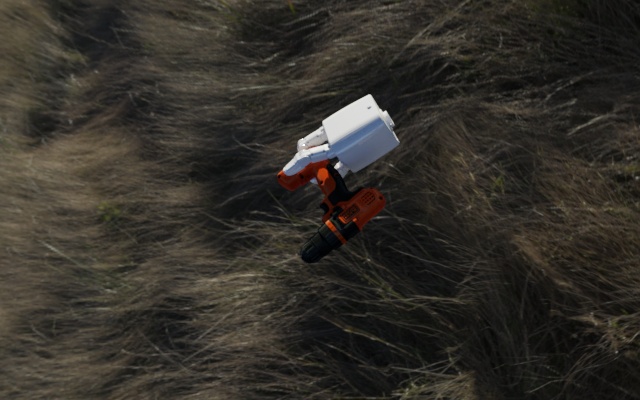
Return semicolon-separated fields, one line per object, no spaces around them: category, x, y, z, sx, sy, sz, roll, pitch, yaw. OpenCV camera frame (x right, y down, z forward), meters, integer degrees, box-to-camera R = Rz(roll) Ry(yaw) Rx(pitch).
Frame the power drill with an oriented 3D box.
power drill;0.000;0.002;0.890;0.184;0.187;0.057;-39;-27;-3
